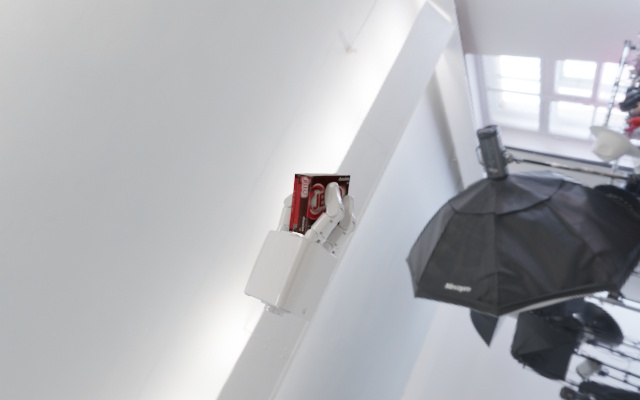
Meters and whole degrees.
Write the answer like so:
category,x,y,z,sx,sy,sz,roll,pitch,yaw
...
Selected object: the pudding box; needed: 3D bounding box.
category,x,y,z,sx,sy,sz,roll,pitch,yaw
pudding box,0.000,0.002,0.745,0.039,0.090,0.113,13,11,31
